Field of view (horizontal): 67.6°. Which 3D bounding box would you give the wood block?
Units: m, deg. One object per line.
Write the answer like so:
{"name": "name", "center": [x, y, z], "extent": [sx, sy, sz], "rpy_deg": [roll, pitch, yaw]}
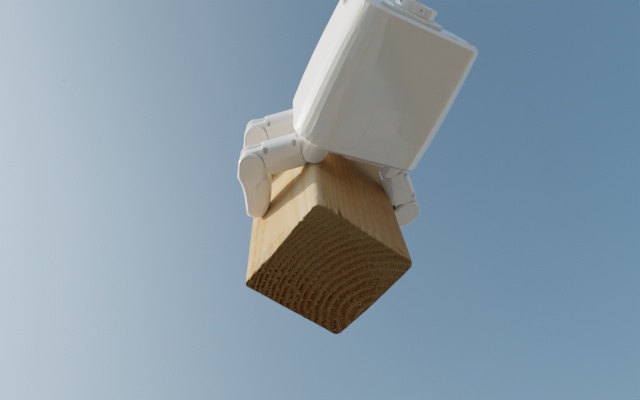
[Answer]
{"name": "wood block", "center": [0.001, 0.001, 0.428], "extent": [0.091, 0.090, 0.206], "rpy_deg": [33, 24, -20]}
